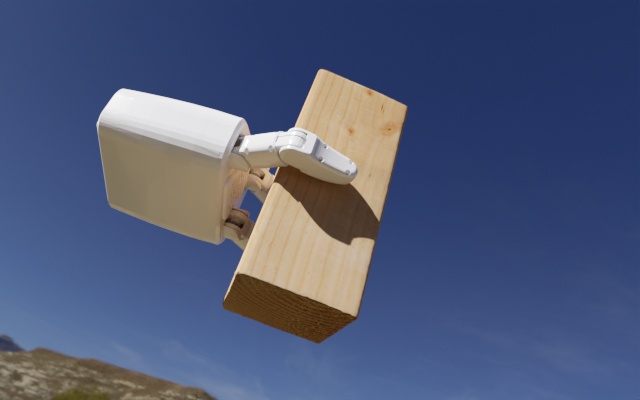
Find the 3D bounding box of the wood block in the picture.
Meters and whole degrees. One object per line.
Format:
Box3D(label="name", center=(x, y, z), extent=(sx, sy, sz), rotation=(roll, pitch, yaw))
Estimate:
Box3D(label="wood block", center=(0.000, 0.001, 0.409), extent=(0.090, 0.206, 0.091), rotation=(22, -32, -7))
